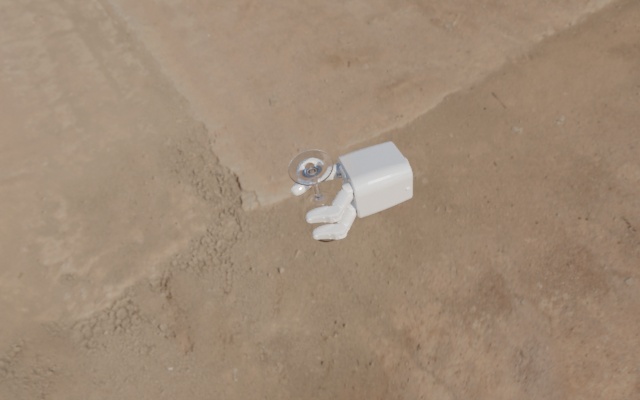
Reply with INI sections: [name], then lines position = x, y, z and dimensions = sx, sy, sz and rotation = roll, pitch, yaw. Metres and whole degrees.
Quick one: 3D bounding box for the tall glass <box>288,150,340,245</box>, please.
[tall glass]
position = 0.000, 0.002, 0.847
dimensions = 0.079, 0.079, 0.201
rotation = 0, -35, 11
